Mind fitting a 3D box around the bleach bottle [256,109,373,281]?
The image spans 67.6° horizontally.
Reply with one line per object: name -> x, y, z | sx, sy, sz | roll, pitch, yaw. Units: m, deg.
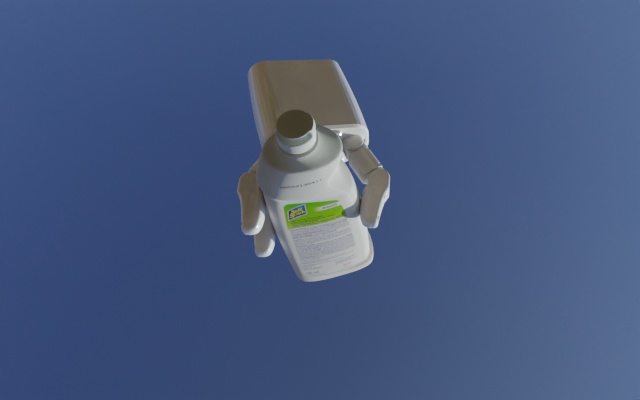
bleach bottle -> 0.000, 0.002, 0.467 | 0.102, 0.068, 0.251 | -16, -30, -3
